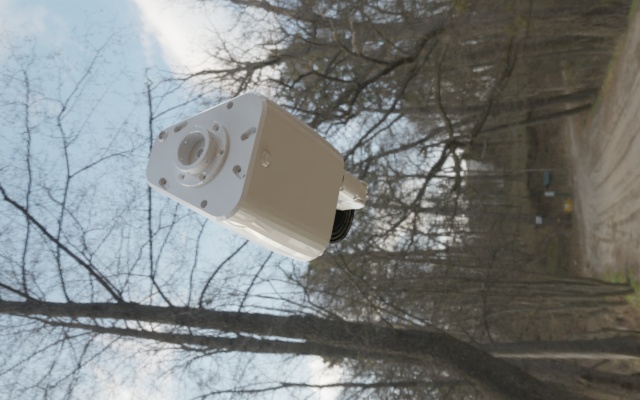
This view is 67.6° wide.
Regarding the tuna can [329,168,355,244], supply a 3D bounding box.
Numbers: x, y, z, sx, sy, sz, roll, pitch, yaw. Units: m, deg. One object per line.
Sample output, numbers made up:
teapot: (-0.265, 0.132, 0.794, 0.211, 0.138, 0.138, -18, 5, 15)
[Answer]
tuna can: (0.000, 0.002, 0.495, 0.034, 0.086, 0.086, -2, -1, 34)
